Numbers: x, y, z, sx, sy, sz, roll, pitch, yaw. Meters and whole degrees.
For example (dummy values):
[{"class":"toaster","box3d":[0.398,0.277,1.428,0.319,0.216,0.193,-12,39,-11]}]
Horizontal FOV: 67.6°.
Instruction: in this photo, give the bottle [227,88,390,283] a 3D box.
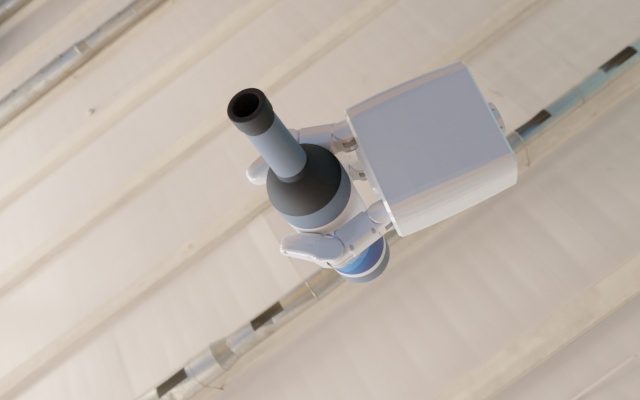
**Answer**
[{"class":"bottle","box3d":[0.000,0.002,0.425,0.069,0.069,0.296,0,-25,21]}]
